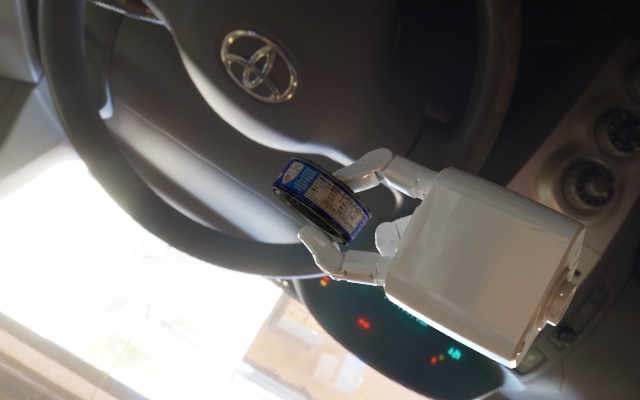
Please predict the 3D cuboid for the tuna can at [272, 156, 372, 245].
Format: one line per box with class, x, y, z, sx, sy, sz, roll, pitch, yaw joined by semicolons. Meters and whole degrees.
tuna can;0.000;0.002;0.413;0.086;0.033;0.086;36;-10;7
